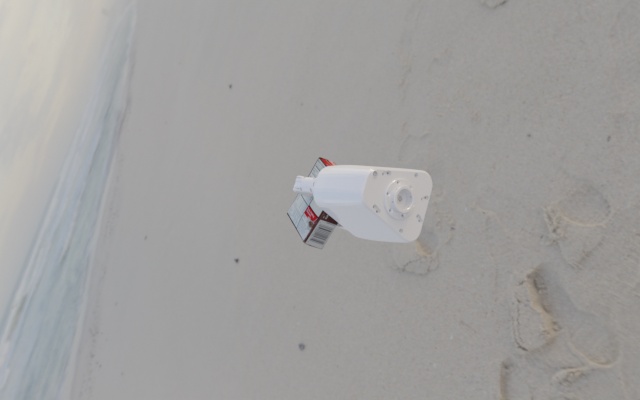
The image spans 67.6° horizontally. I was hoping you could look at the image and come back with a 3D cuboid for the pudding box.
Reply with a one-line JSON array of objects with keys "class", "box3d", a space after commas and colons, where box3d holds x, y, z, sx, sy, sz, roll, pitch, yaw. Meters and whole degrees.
[{"class": "pudding box", "box3d": [0.000, 0.002, 0.731, 0.039, 0.113, 0.090, 22, 19, -32]}]
